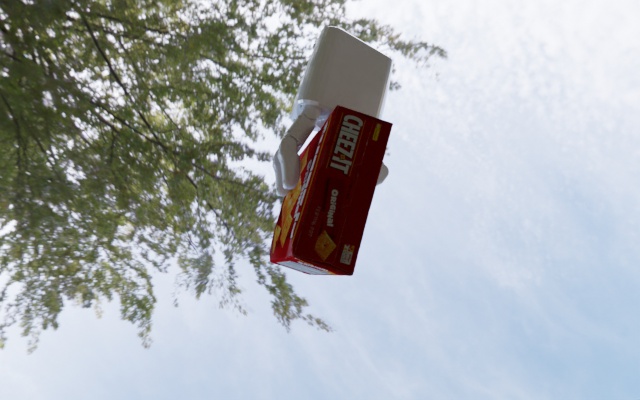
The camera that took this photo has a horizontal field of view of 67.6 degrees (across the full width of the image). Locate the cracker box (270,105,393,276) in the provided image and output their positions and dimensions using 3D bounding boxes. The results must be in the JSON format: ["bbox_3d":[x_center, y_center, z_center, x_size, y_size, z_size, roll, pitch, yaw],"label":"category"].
[{"bbox_3d":[0.000,0.002,0.568,0.072,0.164,0.214,17,-12,-9],"label":"cracker box"}]
